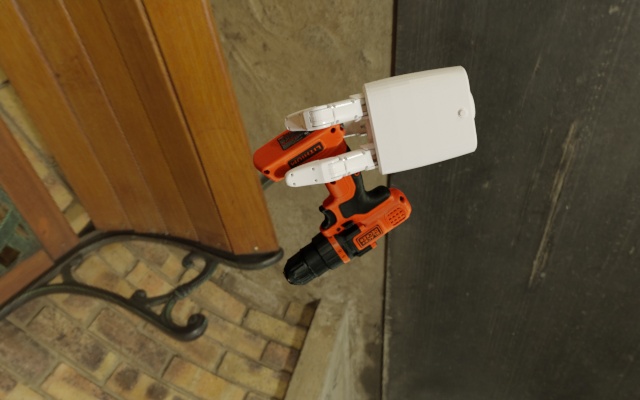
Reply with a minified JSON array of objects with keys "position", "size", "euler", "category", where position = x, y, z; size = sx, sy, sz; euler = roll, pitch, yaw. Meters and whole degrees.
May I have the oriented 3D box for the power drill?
[{"position":[0.000,0.001,0.573],"size":[0.184,0.188,0.057],"euler":[-35,35,-1],"category":"power drill"}]
